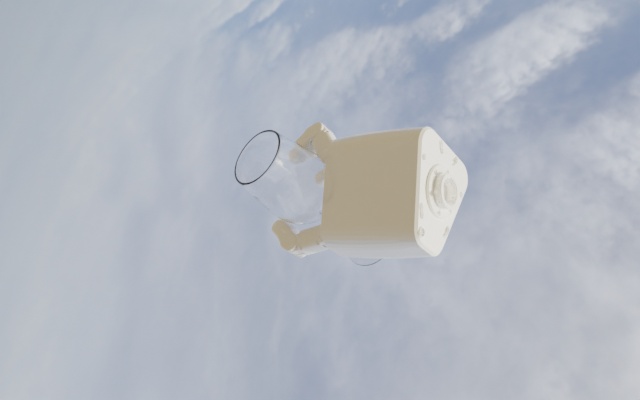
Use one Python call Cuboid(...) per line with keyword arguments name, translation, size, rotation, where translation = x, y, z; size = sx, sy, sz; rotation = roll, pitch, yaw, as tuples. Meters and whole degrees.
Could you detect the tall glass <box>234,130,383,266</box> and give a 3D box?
Cuboid(name="tall glass", translation=(0.000, 0.002, 0.526), size=(0.079, 0.079, 0.201), rotation=(0, -26, 45))
